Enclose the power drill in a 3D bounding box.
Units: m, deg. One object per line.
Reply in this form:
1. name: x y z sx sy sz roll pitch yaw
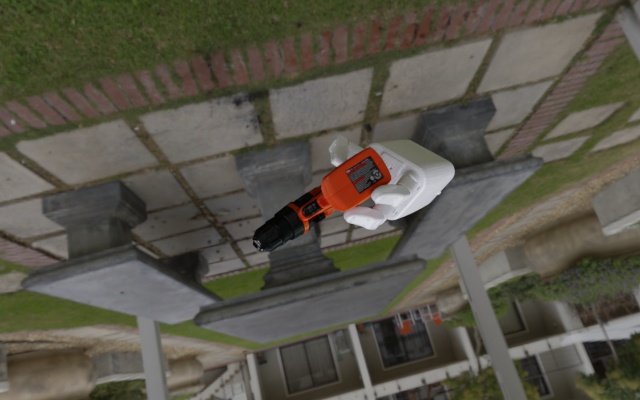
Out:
1. power drill: 0.001 0.002 0.680 0.184 0.057 0.188 -36 3 -31
